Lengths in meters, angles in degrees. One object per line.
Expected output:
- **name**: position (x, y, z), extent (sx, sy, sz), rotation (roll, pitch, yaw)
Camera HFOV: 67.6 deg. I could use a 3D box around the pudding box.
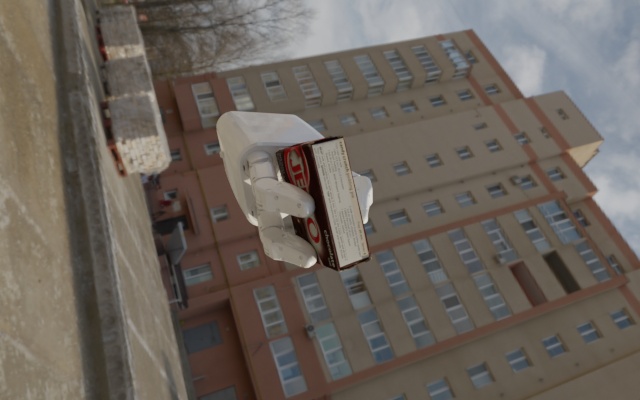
- **pudding box**: position (0.000, 0.001, 0.436), extent (0.039, 0.113, 0.090), rotation (-18, 8, -21)
